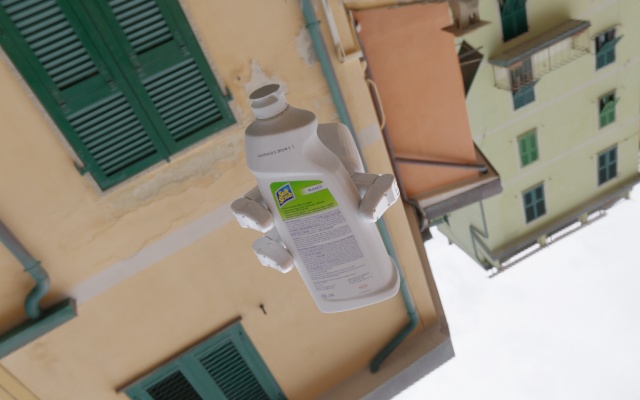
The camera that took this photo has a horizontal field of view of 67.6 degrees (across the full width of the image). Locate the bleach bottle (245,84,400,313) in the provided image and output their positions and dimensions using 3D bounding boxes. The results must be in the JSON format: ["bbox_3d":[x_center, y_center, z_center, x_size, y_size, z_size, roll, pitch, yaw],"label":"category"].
[{"bbox_3d":[0.000,0.002,0.477,0.102,0.251,0.068,-17,32,8],"label":"bleach bottle"}]
